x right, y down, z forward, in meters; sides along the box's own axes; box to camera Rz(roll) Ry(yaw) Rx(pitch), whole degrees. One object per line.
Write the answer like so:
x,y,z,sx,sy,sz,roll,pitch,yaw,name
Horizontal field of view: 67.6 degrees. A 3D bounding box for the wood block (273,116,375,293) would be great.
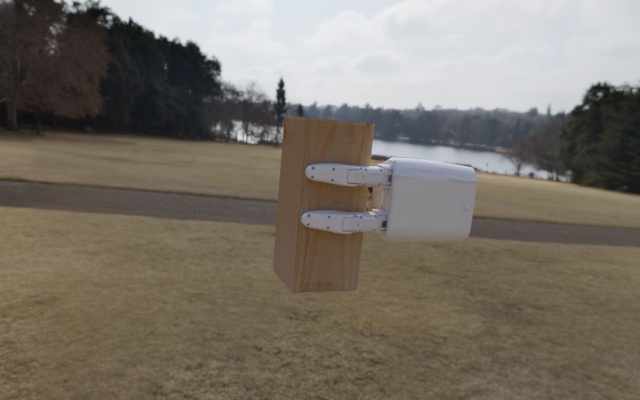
0.000,0.002,0.603,0.090,0.206,0.091,2,10,-21,wood block
